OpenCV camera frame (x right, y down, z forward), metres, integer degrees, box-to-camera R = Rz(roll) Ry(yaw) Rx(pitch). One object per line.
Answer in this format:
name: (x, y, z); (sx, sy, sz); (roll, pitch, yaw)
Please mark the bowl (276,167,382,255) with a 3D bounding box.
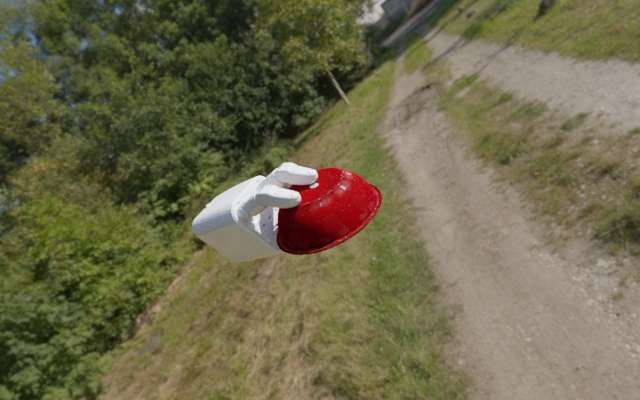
bowl: (0.001, 0.001, 0.655); (0.162, 0.055, 0.162); (-22, 26, 11)
